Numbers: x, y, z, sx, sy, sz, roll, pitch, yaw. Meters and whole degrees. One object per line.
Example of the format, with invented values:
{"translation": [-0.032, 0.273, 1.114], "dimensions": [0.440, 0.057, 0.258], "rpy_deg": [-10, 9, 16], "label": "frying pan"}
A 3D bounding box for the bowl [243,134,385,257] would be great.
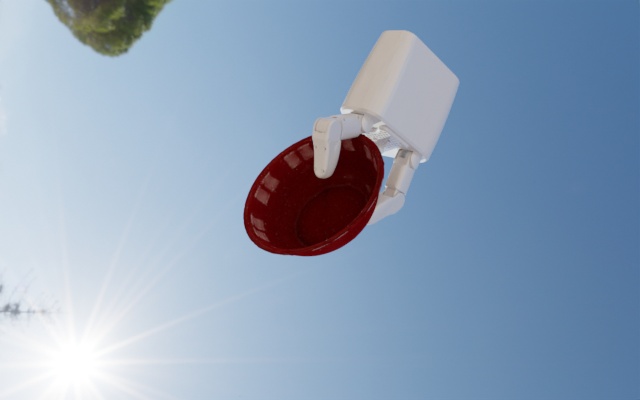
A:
{"translation": [-0.001, 0.003, 0.509], "dimensions": [0.162, 0.162, 0.055], "rpy_deg": [0, -37, 33], "label": "bowl"}
